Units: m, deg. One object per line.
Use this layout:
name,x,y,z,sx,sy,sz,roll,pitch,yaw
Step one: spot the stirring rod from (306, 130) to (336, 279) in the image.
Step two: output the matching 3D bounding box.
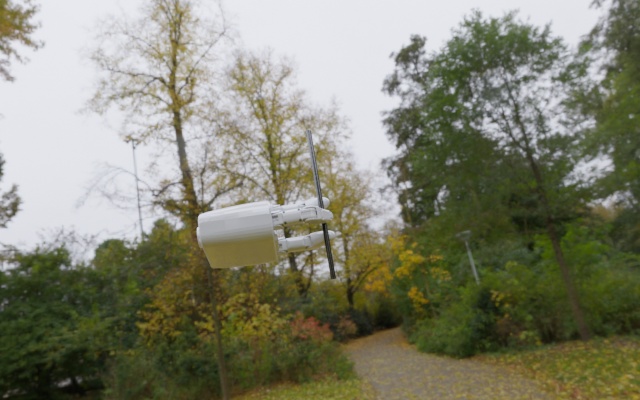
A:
stirring rod,0.000,0.003,0.743,0.011,0.239,0.011,-9,-14,-2
